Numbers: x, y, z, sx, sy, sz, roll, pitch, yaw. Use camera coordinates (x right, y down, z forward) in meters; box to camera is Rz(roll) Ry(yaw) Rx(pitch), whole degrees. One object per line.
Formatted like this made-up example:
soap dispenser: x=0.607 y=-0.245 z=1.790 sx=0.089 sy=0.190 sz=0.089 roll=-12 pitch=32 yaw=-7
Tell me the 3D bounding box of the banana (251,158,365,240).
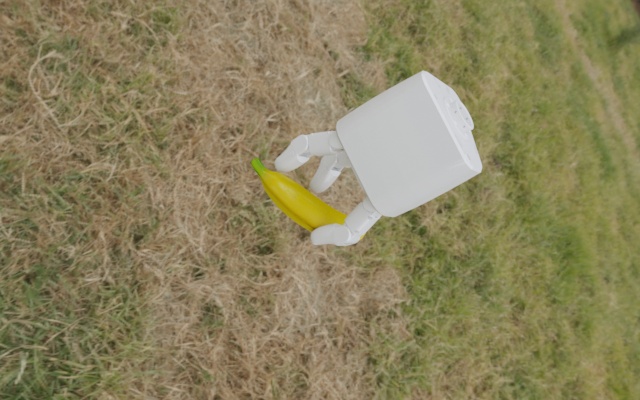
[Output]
banana: x=0.000 y=0.013 z=0.581 sx=0.037 sy=0.069 sz=0.198 roll=-37 pitch=-50 yaw=24
